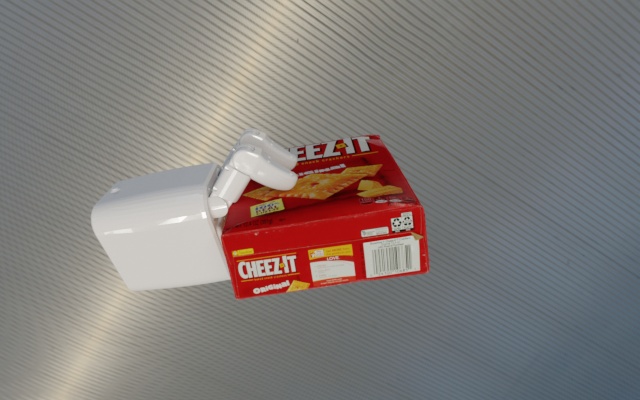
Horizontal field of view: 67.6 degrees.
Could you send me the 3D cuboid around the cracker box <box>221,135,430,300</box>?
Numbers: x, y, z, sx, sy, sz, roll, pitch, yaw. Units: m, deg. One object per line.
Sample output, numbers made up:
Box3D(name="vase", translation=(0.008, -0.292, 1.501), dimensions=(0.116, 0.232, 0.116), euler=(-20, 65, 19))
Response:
Box3D(name="cracker box", translation=(0.000, 0.002, 0.476), dimensions=(0.164, 0.072, 0.213), euler=(-8, 23, 1))
